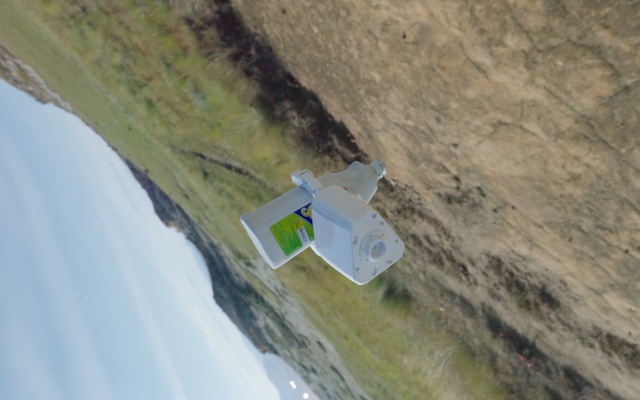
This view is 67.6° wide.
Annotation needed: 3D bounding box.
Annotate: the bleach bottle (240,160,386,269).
[{"bbox_3d":[0.000,0.003,0.786,0.251,0.103,0.068,-34,32,-15],"label":"bleach bottle"}]
